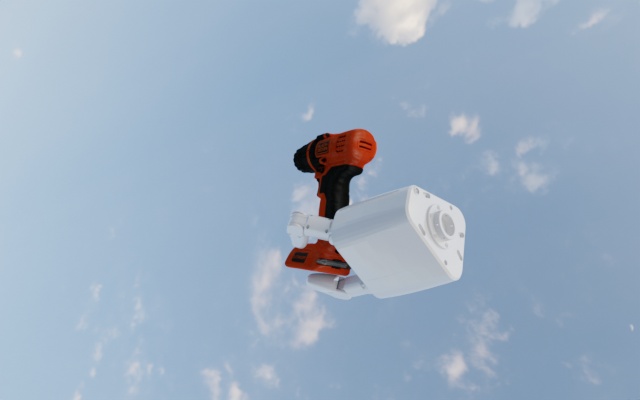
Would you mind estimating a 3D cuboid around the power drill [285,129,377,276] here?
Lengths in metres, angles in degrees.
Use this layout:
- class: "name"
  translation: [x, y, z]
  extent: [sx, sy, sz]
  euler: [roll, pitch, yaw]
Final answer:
- class: "power drill"
  translation: [0.000, 0.003, 0.644]
  extent: [0.057, 0.187, 0.184]
  euler: [11, -7, -25]
